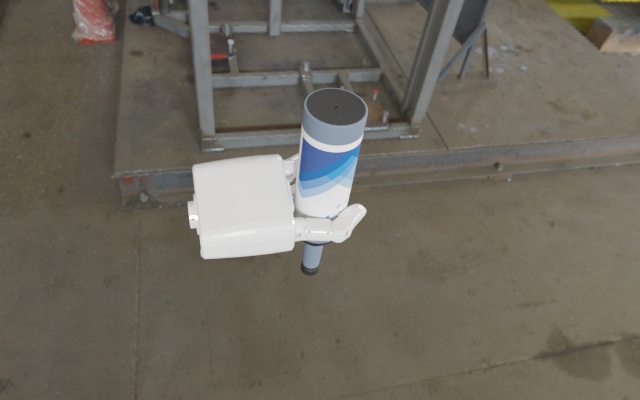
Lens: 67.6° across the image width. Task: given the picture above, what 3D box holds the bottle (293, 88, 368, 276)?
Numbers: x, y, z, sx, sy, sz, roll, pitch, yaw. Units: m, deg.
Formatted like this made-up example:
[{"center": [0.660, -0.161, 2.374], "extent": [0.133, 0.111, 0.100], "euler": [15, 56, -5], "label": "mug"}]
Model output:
[{"center": [0.000, 0.002, 0.597], "extent": [0.069, 0.069, 0.296], "euler": [0, -42, -8], "label": "bottle"}]
